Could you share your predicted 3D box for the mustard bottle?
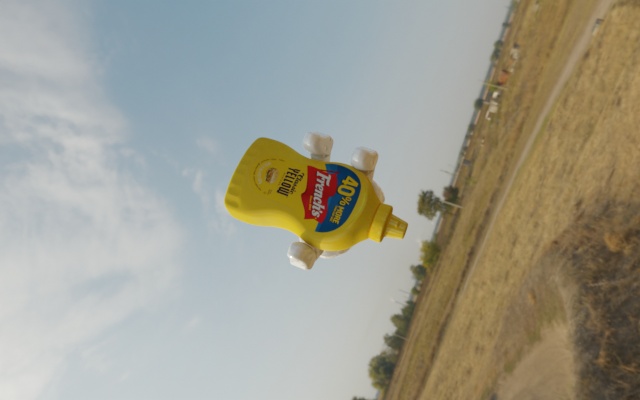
[{"bbox_3d":[0.000,0.002,0.514,0.191,0.096,0.058,19,-23,14],"label":"mustard bottle"}]
